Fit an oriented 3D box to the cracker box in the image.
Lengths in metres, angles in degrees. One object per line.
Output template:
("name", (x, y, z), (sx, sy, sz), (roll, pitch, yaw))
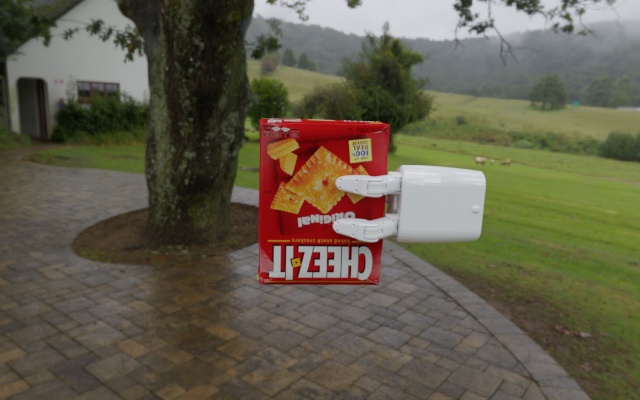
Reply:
("cracker box", (0.000, 0.002, 0.630), (0.164, 0.214, 0.072), (1, 11, -5))
